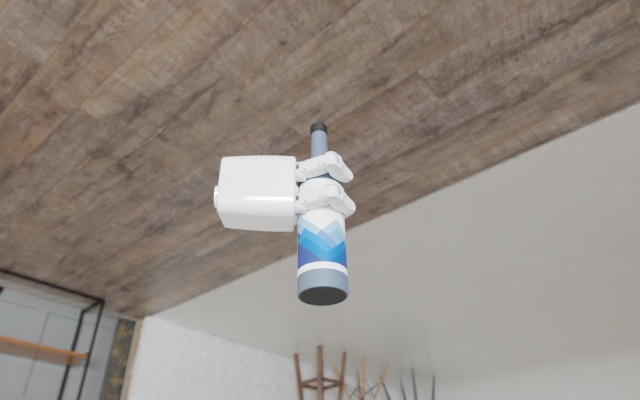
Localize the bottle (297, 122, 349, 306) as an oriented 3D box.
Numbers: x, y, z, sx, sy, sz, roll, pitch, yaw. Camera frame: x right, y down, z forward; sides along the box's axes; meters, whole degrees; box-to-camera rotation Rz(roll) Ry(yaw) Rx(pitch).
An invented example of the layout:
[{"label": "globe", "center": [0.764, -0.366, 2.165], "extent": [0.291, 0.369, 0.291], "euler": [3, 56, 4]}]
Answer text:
[{"label": "bottle", "center": [0.000, 0.003, 0.697], "extent": [0.069, 0.295, 0.069], "euler": [-1, -34, -1]}]
